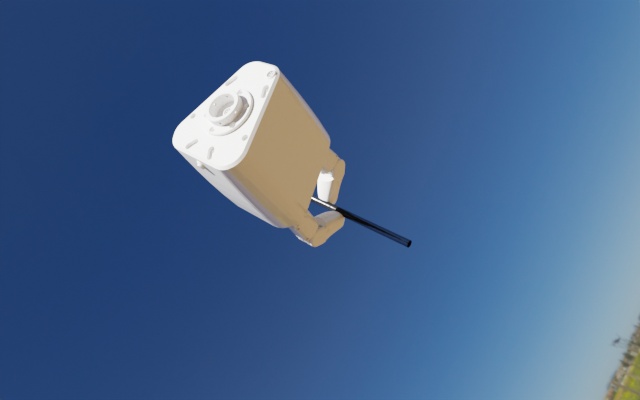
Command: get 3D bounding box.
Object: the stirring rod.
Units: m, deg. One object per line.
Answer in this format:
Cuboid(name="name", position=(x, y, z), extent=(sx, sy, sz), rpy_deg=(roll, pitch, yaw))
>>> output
Cuboid(name="stirring rod", position=(0.000, 0.002, 0.545), extent=(0.239, 0.011, 0.011), rpy_deg=(25, 15, 36))
